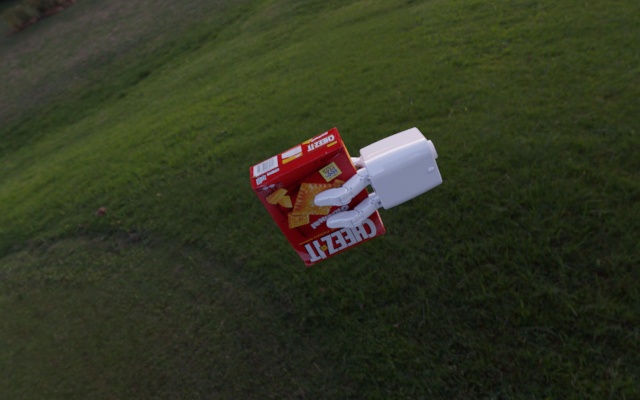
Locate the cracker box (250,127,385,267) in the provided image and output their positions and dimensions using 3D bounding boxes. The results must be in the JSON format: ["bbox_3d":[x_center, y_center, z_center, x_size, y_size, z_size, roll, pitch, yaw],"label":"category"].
[{"bbox_3d":[0.000,0.002,0.833,0.164,0.214,0.072,-24,37,8],"label":"cracker box"}]
